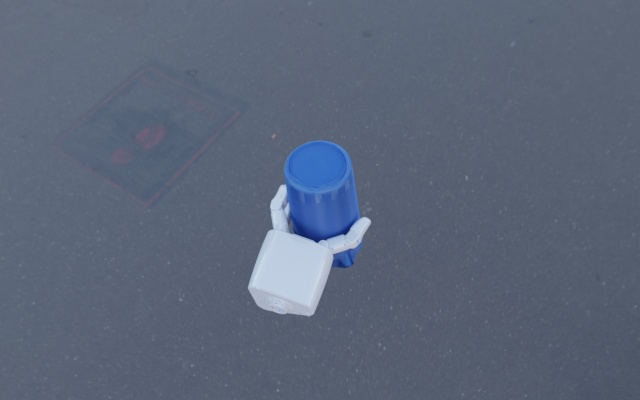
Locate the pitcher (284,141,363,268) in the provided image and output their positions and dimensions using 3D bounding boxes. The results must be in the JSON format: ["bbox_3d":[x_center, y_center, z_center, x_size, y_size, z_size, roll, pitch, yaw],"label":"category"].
[{"bbox_3d":[0.000,0.003,0.848,0.149,0.145,0.243,13,-32,14],"label":"pitcher"}]
